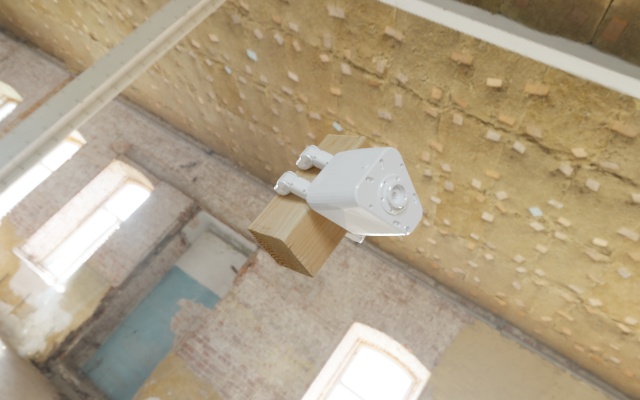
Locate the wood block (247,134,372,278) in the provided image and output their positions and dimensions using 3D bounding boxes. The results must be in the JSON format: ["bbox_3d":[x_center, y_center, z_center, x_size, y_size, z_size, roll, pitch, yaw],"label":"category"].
[{"bbox_3d":[0.001,0.003,0.728,0.090,0.206,0.091,11,-35,48],"label":"wood block"}]
